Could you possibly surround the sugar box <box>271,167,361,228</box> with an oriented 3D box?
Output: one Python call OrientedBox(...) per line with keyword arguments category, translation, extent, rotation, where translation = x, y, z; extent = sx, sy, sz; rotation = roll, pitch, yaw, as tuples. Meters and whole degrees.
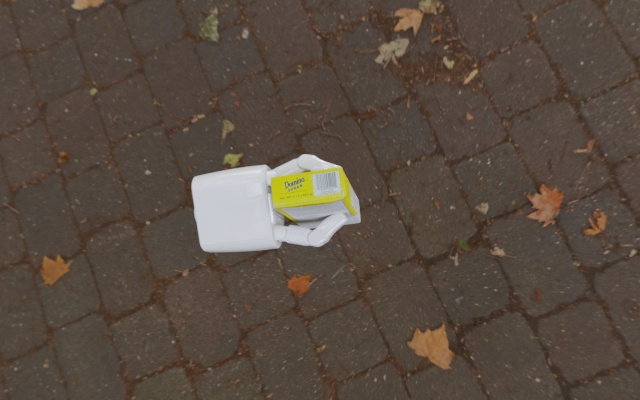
OrientedBox(category="sugar box", translation=(0.000, 0.002, 0.662), extent=(0.093, 0.048, 0.176), rotation=(-7, -11, 9))
